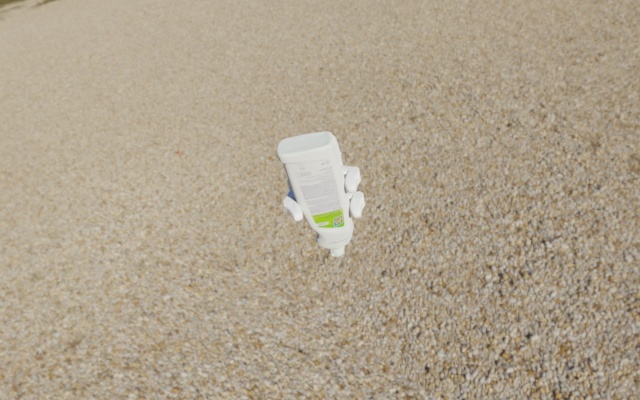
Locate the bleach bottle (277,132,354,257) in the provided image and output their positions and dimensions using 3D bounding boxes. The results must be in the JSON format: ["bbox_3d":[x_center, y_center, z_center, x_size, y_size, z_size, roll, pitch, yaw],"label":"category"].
[{"bbox_3d":[0.000,0.003,0.866,0.102,0.251,0.068,-10,35,5],"label":"bleach bottle"}]
